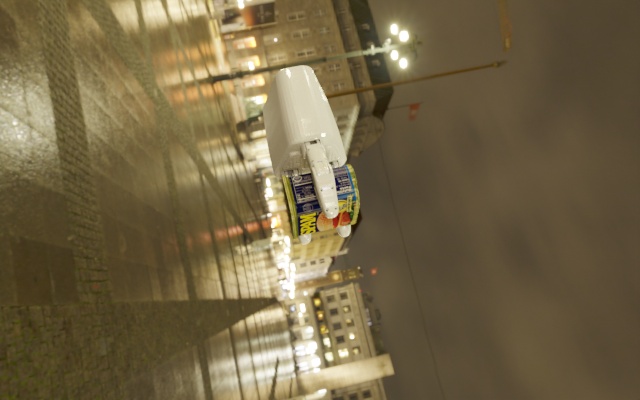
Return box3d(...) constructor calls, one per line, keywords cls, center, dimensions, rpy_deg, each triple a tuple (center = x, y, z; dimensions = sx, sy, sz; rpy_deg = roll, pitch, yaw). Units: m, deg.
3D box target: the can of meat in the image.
box3d(cls="can of meat", center=(0.000, 0.002, 0.592), dimensions=(0.084, 0.057, 0.102), rpy_deg=(-12, -23, -6))
